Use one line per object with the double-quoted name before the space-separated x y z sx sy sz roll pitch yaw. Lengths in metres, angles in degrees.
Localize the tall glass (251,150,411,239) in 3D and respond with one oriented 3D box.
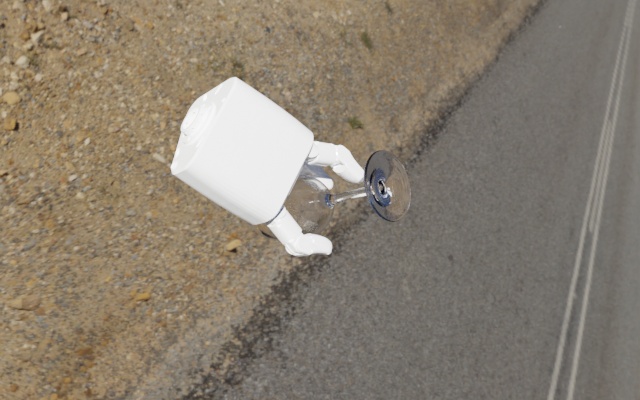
"tall glass" 0.001 0.002 0.552 0.079 0.079 0.201 0 -10 -45
